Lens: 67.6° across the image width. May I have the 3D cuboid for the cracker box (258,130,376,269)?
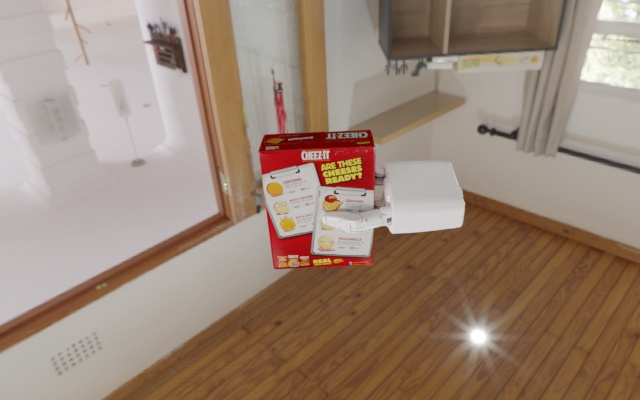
[{"bbox_3d":[0.000,0.003,0.737,0.164,0.214,0.072,-2,32,1],"label":"cracker box"}]
